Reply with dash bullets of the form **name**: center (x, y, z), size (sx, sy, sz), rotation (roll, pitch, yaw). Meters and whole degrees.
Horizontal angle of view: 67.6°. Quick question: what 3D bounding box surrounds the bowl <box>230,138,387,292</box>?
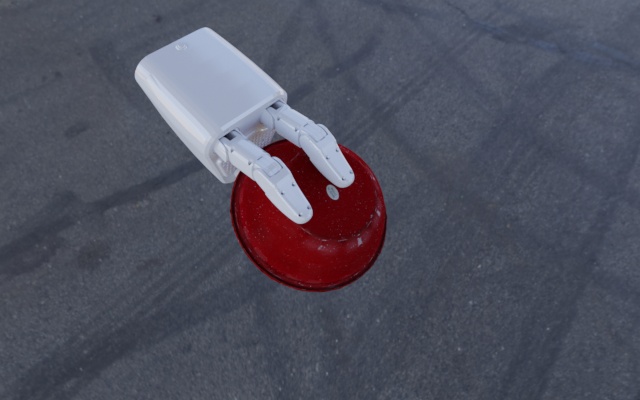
- **bowl**: center (0.001, 0.002, 0.449), size (0.162, 0.162, 0.055), rotation (0, -20, -20)
